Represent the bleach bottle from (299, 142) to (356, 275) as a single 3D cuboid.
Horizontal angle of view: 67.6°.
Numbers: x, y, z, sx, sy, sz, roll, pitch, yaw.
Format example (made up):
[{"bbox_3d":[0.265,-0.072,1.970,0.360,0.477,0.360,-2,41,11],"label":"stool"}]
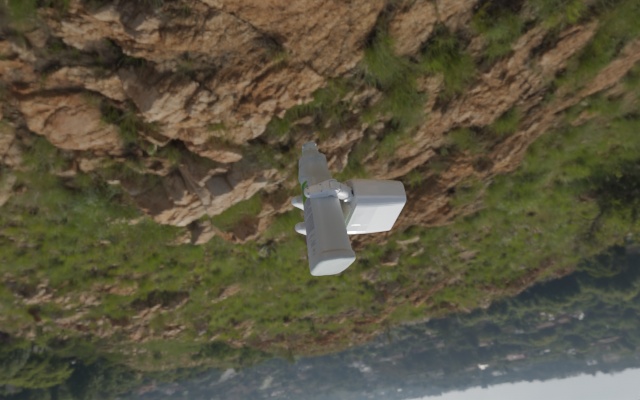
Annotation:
[{"bbox_3d":[0.000,0.003,0.871,0.068,0.250,0.103,-1,-24,-19],"label":"bleach bottle"}]
